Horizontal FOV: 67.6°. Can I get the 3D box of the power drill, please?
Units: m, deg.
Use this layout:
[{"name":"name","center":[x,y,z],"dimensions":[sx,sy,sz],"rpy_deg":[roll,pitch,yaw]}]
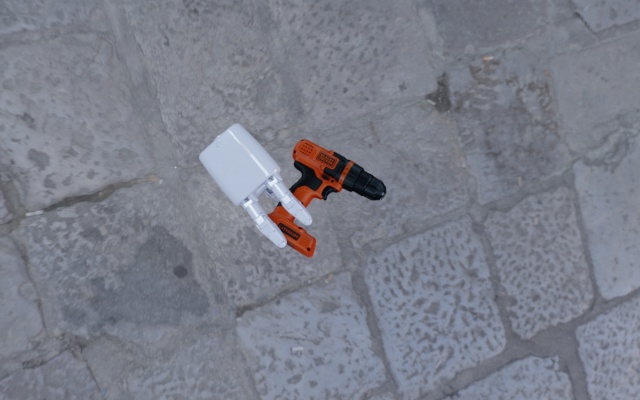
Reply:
[{"name":"power drill","center":[0.000,0.003,0.840],"dimensions":[0.184,0.187,0.057],"rpy_deg":[29,-15,12]}]
